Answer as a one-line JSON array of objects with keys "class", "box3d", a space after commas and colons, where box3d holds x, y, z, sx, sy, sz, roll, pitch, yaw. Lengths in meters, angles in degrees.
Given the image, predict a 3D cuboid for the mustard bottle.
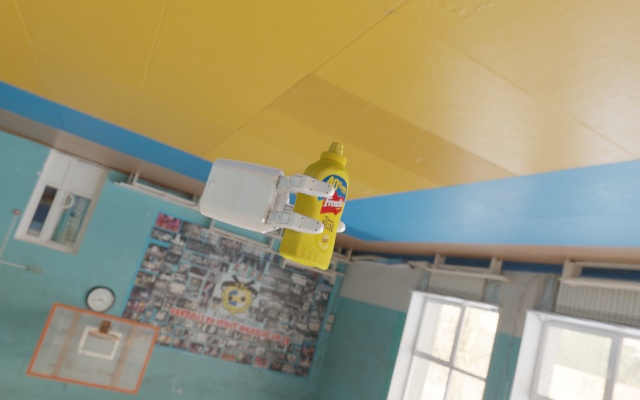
[{"class": "mustard bottle", "box3d": [0.000, 0.003, 0.722, 0.058, 0.191, 0.096, 7, -14, 36]}]
